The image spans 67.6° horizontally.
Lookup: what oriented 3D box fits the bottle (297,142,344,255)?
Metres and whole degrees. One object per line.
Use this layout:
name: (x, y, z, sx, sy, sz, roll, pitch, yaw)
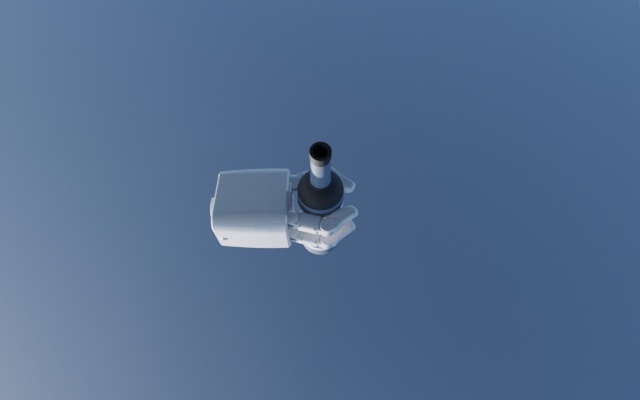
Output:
bottle: (0.000, 0.002, 0.704, 0.069, 0.069, 0.296, 0, -25, 0)
